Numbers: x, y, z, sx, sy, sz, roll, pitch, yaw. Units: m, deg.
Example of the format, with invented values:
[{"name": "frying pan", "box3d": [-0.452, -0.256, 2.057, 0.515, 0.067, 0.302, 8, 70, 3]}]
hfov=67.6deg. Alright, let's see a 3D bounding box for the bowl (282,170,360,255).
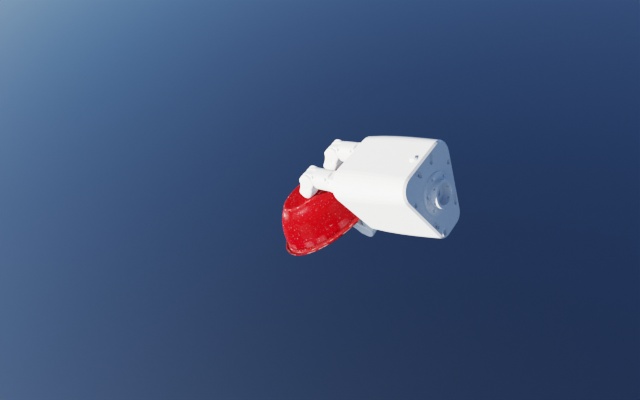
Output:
[{"name": "bowl", "box3d": [-0.001, 0.002, 0.683, 0.162, 0.055, 0.162, -34, 20, 14]}]
